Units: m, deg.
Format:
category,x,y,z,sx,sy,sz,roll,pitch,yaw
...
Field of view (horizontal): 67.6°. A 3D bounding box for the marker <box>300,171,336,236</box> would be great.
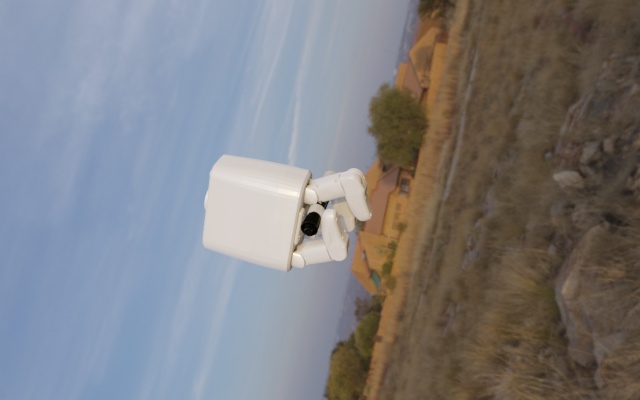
category,x,y,z,sx,sy,sz,roll,pitch,yaw
marker,0.000,0.002,0.538,0.020,0.020,0.121,0,31,15
